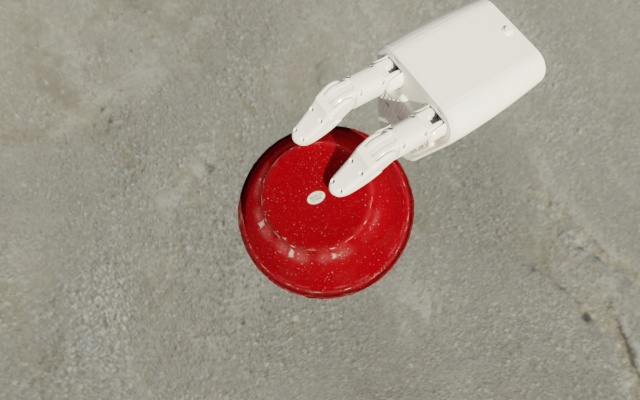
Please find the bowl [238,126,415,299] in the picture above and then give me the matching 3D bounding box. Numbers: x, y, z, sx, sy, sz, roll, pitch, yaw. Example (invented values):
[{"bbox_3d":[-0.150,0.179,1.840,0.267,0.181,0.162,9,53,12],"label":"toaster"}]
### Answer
[{"bbox_3d":[-0.001,0.002,0.410,0.162,0.162,0.055,0,-13,8],"label":"bowl"}]
